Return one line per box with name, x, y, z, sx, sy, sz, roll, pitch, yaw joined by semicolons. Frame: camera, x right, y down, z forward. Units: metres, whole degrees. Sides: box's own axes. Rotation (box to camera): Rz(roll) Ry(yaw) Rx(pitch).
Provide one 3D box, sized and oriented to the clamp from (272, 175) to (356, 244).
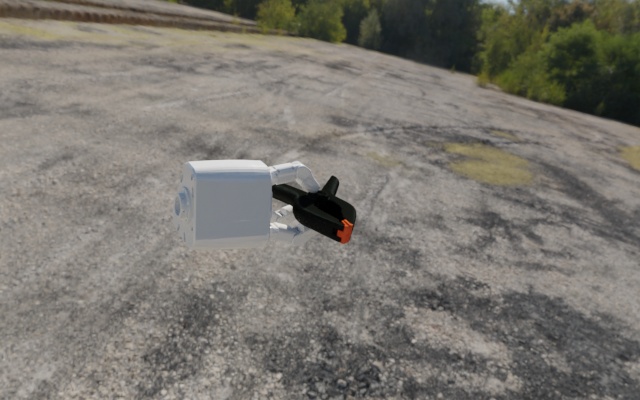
clamp;0.000;0.002;0.723;0.164;0.036;0.210;-4;26;-33
